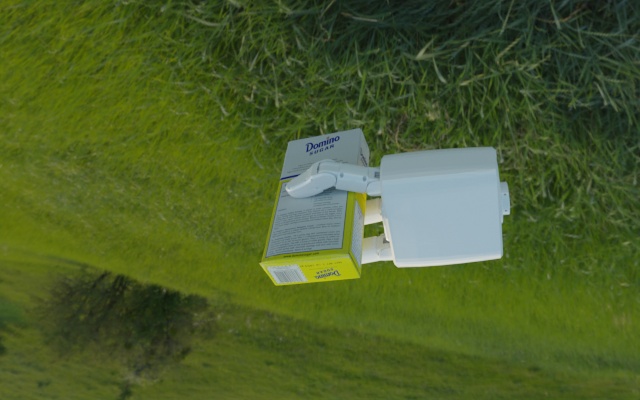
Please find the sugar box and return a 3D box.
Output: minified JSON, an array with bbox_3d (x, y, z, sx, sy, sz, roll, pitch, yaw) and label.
[{"bbox_3d":[0.000,0.002,0.508,0.093,0.176,0.048,-8,-46,19],"label":"sugar box"}]
